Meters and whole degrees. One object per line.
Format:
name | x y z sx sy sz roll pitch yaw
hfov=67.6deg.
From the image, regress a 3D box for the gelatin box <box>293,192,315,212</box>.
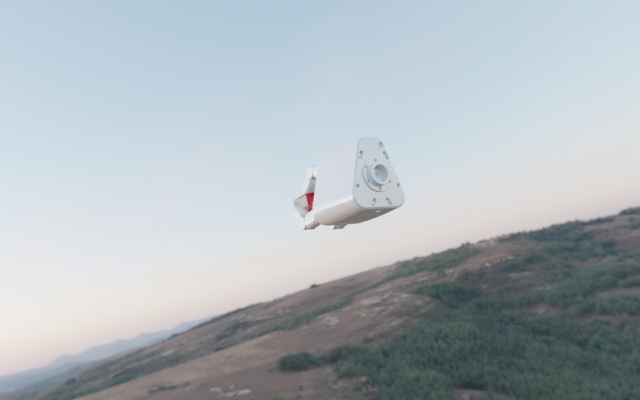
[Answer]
gelatin box | 0.000 0.002 0.828 0.073 0.030 0.089 -8 -5 -19
